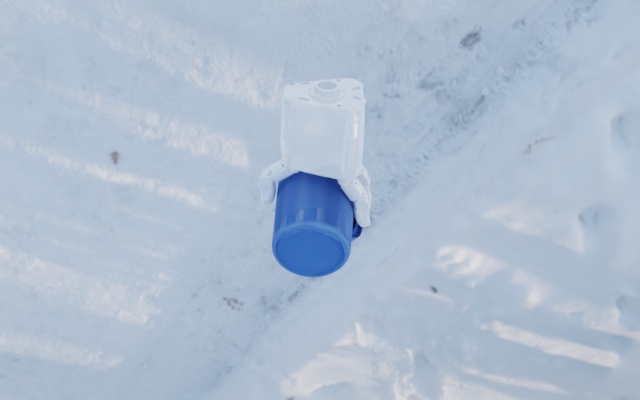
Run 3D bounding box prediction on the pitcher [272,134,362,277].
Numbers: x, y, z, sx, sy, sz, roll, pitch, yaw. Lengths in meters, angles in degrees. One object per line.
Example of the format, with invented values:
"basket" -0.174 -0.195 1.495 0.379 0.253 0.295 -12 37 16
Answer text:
"pitcher" 0.000 0.002 0.738 0.149 0.145 0.242 4 39 0
